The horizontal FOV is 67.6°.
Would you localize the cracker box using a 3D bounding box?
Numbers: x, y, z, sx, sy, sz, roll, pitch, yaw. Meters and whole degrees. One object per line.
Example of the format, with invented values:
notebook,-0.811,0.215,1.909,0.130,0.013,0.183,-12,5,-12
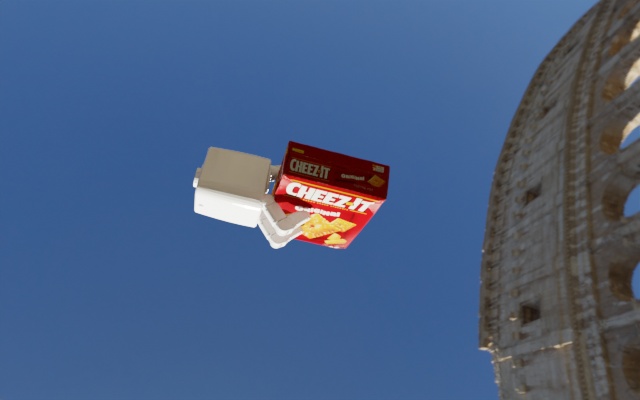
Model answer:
cracker box,0.000,0.003,0.804,0.164,0.072,0.214,13,-29,-10
